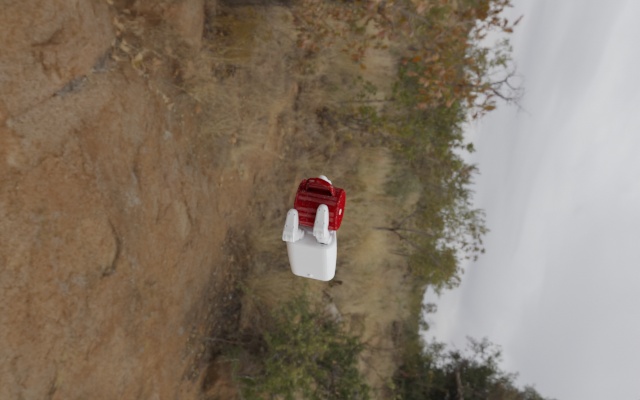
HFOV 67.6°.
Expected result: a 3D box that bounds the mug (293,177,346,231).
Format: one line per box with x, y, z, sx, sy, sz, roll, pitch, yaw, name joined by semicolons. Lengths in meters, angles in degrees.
0.000;0.002;0.897;0.081;0.117;0.093;10;45;12;mug
